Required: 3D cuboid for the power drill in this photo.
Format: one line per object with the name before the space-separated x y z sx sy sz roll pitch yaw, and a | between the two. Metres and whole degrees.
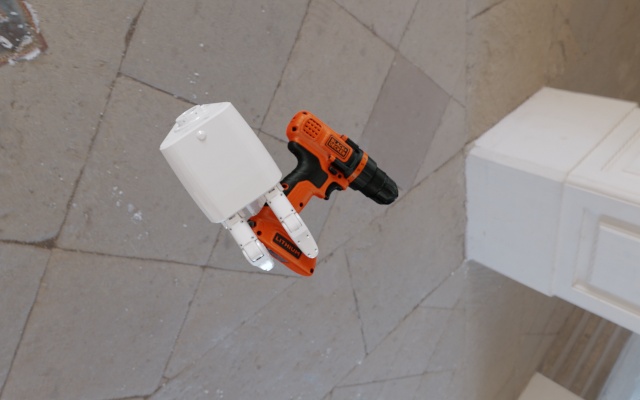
power drill | 0.000 0.002 0.631 0.184 0.187 0.057 36 -18 -15
